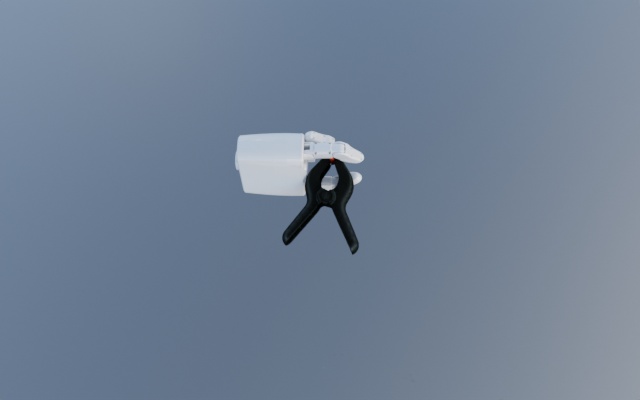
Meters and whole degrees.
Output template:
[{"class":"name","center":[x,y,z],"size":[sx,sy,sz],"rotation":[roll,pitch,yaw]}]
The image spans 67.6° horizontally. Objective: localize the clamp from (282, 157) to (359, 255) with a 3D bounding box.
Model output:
[{"class":"clamp","center":[0.000,0.002,0.764],"size":[0.120,0.171,0.039],"rotation":[0,-19,1]}]
